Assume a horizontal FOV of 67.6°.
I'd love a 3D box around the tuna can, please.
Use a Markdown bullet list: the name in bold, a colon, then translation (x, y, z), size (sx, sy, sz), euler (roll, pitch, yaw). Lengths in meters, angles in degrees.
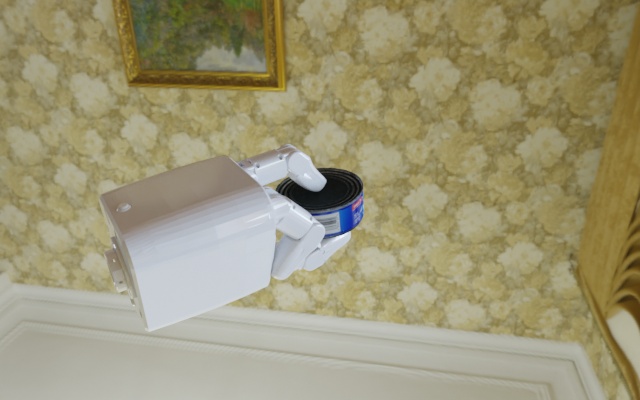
- **tuna can**: translation (0.000, 0.002, 0.470), size (0.086, 0.034, 0.086), euler (-4, 30, 3)
